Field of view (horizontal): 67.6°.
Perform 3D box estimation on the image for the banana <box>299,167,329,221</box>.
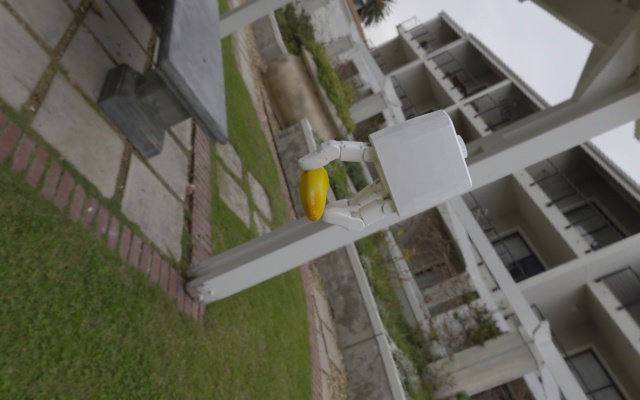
[{"bbox_3d":[-0.005,-0.016,0.666,0.037,0.069,0.198,-17,2,5],"label":"banana"}]
